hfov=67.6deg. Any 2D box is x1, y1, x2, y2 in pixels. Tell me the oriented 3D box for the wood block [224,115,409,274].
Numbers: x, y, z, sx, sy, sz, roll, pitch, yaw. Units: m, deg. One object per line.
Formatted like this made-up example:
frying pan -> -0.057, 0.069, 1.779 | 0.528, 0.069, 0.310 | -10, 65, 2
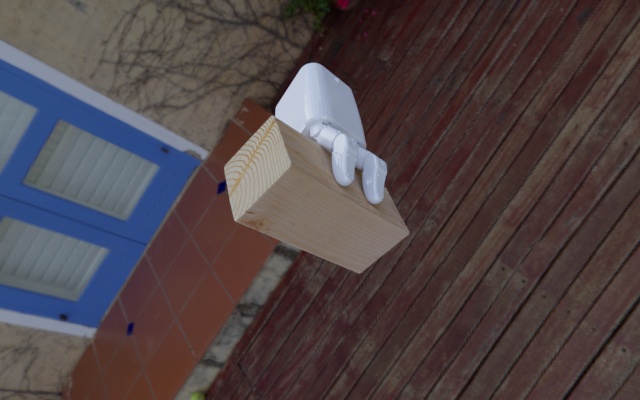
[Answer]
wood block -> 0.000, 0.002, 0.566 | 0.091, 0.090, 0.206 | -42, -46, 22
